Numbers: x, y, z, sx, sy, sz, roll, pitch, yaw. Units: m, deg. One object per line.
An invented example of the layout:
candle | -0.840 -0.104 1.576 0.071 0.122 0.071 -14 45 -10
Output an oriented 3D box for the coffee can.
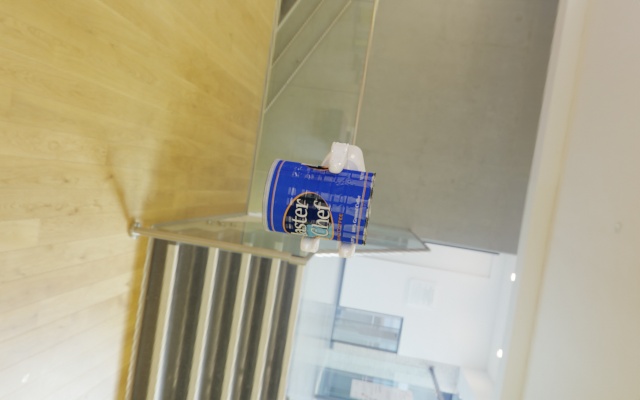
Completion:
coffee can | 0.000 0.002 0.662 0.140 0.103 0.103 8 1 7
